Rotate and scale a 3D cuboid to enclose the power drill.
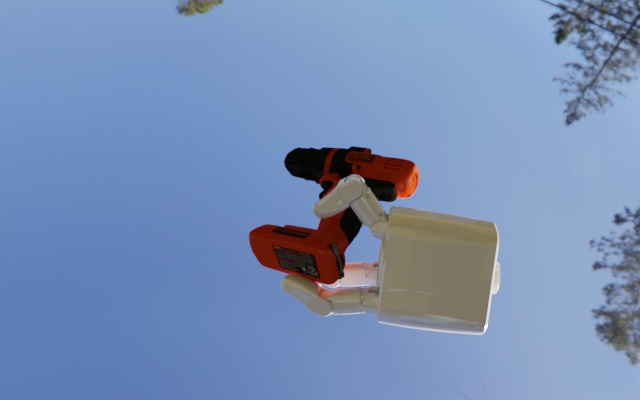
[{"bbox_3d":[0.000,0.002,0.556,0.184,0.057,0.187,10,45,31],"label":"power drill"}]
